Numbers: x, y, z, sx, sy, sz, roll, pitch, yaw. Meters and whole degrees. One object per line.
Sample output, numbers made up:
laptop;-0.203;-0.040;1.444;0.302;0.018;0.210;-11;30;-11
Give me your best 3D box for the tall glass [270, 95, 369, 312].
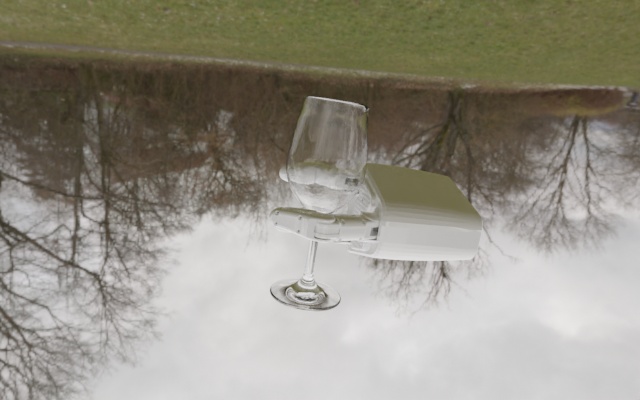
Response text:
tall glass;0.000;0.002;0.471;0.079;0.201;0.079;8;13;-2
